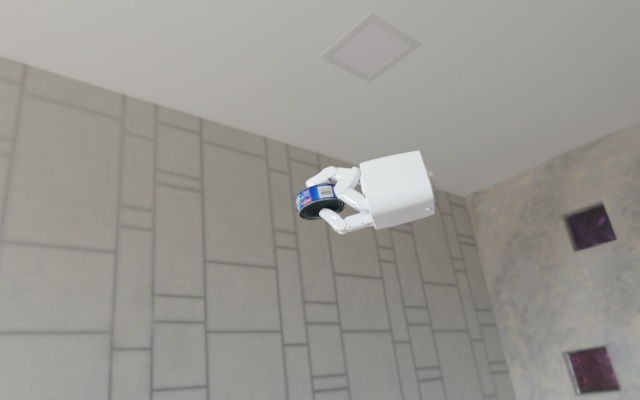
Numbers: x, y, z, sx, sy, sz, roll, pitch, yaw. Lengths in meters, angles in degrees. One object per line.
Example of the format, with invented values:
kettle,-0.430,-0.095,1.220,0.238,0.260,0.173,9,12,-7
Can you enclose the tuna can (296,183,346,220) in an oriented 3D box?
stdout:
tuna can,0.000,0.002,0.860,0.086,0.033,0.086,-11,-24,-5
